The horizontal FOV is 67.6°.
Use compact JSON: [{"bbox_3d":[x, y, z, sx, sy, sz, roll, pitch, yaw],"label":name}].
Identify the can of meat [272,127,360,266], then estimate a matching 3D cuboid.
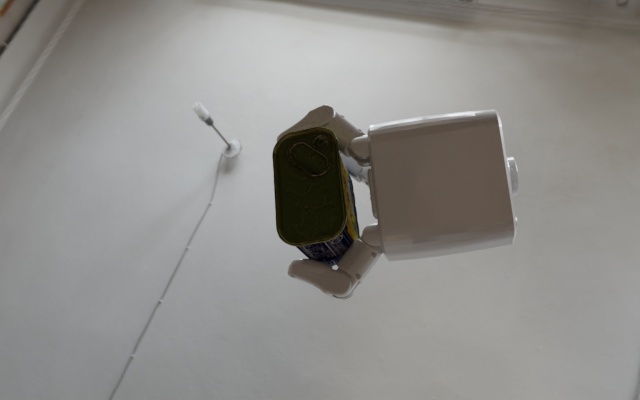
[{"bbox_3d":[0.000,0.002,0.421,0.057,0.102,0.084,-11,-24,12],"label":"can of meat"}]
